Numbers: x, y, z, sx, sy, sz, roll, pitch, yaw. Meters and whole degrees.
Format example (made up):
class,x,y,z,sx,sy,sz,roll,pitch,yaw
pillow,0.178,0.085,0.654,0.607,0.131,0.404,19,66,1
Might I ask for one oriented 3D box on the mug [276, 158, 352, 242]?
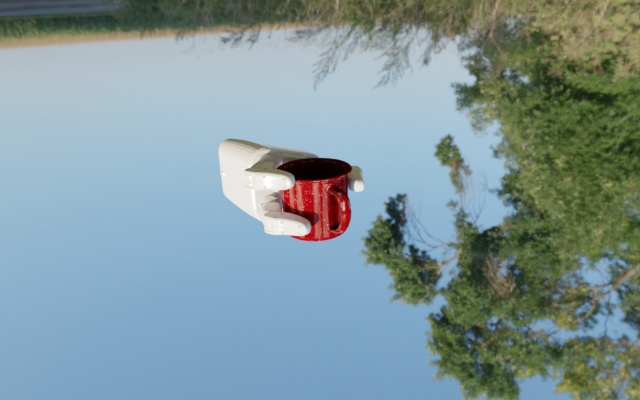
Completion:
class,x,y,z,sx,sy,sz,roll,pitch,yaw
mug,0.001,0.002,0.580,0.093,0.081,0.117,-16,25,-31
